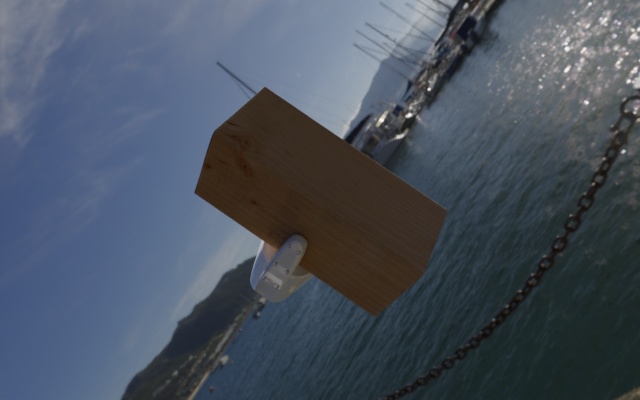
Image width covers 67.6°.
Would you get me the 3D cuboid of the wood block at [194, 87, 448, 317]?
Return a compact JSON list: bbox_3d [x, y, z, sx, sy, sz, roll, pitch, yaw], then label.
[{"bbox_3d":[0.000,0.002,0.445,0.206,0.090,0.090,34,-44,1],"label":"wood block"}]
